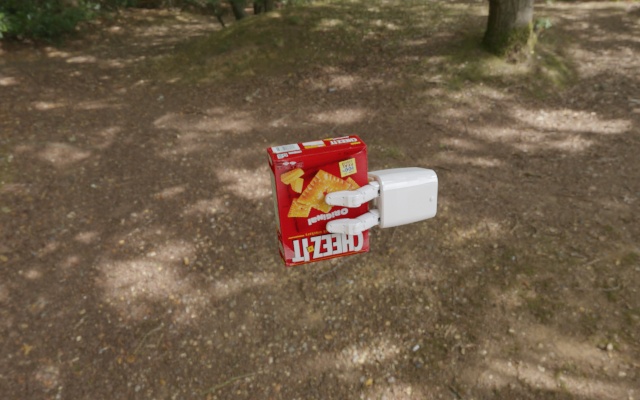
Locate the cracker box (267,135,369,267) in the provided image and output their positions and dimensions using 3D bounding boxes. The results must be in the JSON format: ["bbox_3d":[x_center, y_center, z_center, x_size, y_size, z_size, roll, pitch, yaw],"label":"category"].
[{"bbox_3d":[0.000,0.003,0.854,0.164,0.214,0.072,-9,27,-11],"label":"cracker box"}]
